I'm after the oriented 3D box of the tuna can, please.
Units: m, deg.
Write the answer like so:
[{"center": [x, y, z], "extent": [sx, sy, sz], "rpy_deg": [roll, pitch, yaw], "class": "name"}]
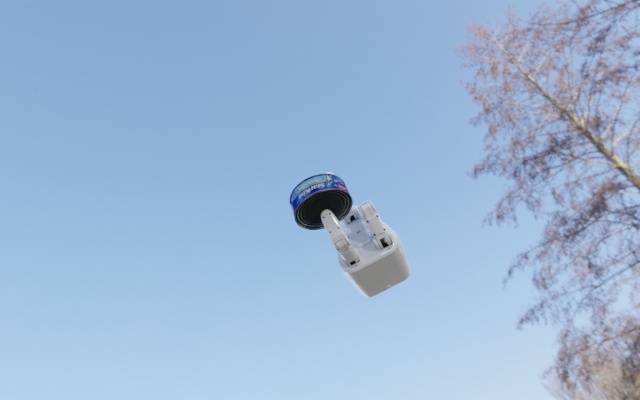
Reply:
[{"center": [0.000, 0.002, 0.677], "extent": [0.086, 0.033, 0.086], "rpy_deg": [-14, -38, -11], "class": "tuna can"}]
